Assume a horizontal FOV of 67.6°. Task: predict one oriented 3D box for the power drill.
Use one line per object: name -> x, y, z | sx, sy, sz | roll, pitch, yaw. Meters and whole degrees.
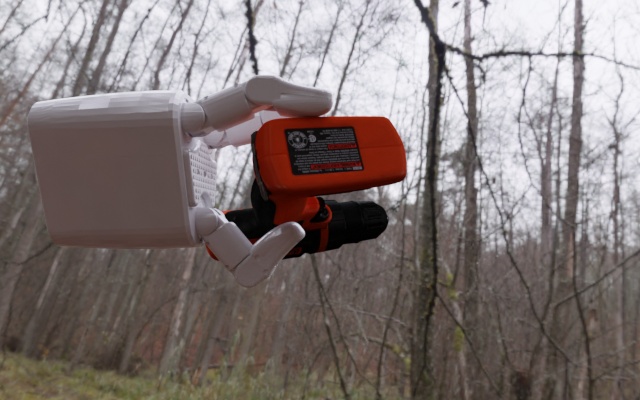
power drill -> 0.000, 0.001, 0.404 | 0.184, 0.057, 0.188 | -7, -22, -20
